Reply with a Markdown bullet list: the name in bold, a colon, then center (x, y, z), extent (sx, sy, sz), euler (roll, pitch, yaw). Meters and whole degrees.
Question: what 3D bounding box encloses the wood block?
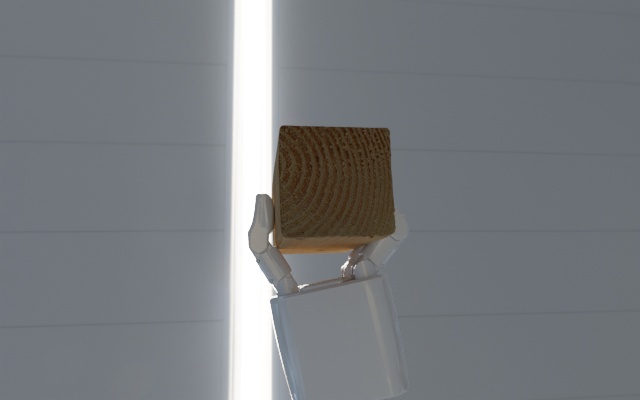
- **wood block**: center (0.000, 0.002, 0.468), extent (0.091, 0.090, 0.206), euler (-1, -10, -8)
